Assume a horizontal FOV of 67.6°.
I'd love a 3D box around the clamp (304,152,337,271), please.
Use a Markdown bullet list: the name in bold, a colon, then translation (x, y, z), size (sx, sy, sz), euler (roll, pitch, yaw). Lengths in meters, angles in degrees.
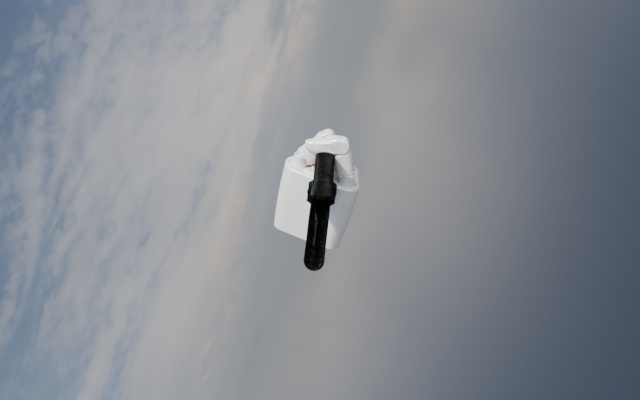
- **clamp**: translation (0.000, 0.002, 0.597), size (0.039, 0.120, 0.171), euler (13, 27, -1)
